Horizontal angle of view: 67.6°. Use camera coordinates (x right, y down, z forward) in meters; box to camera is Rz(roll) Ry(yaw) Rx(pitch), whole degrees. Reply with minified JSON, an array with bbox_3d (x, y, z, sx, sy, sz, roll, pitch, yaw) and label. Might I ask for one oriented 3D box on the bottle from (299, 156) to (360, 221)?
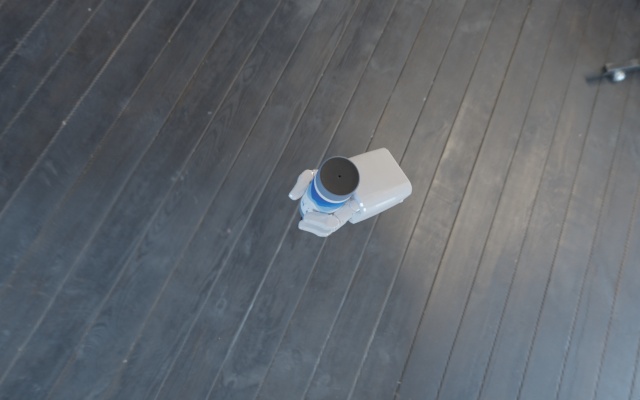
[{"bbox_3d":[0.000,0.003,0.867,0.069,0.069,0.296,0,-16,-12],"label":"bottle"}]
